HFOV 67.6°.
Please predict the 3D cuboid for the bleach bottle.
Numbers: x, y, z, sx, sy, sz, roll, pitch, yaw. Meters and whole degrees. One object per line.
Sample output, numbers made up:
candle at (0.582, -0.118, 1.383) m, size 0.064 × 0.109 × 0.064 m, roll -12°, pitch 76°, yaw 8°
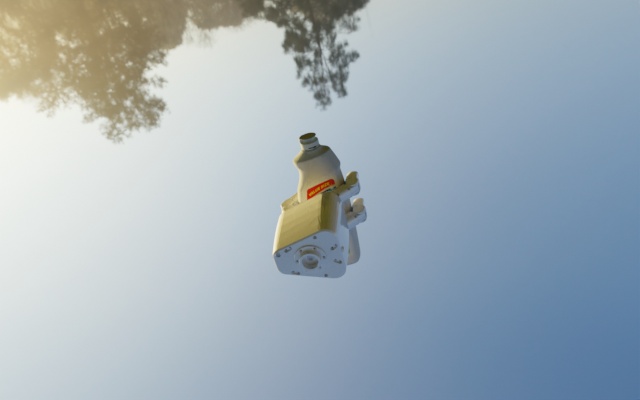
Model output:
bleach bottle at (0.000, 0.003, 0.837) m, size 0.102 × 0.251 × 0.068 m, roll -11°, pitch 29°, yaw 9°
